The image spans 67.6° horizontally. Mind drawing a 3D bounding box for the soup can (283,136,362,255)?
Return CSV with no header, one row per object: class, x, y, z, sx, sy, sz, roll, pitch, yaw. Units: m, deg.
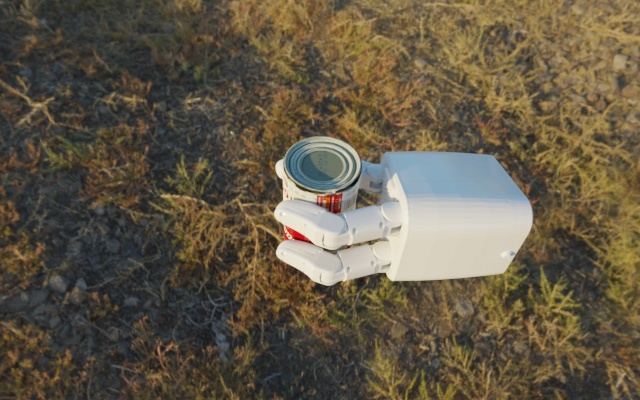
soup can,0.000,0.001,0.431,0.068,0.068,0.102,0,-40,-3
